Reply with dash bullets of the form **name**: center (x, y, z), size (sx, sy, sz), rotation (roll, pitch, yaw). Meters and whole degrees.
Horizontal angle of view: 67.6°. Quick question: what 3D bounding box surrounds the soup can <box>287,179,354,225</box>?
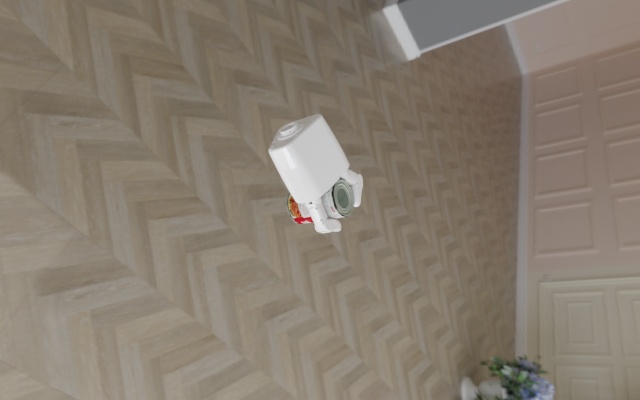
- **soup can**: center (0.001, 0.003, 0.851), size (0.102, 0.068, 0.068), rotation (-11, -6, 34)
